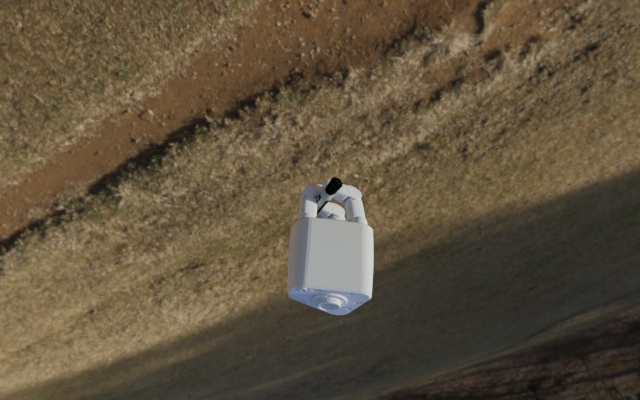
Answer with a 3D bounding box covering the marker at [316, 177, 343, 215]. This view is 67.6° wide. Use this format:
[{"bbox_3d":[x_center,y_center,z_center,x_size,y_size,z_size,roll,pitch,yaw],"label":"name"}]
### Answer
[{"bbox_3d":[0.000,0.002,0.710,0.020,0.020,0.121,0,-29,-29],"label":"marker"}]
